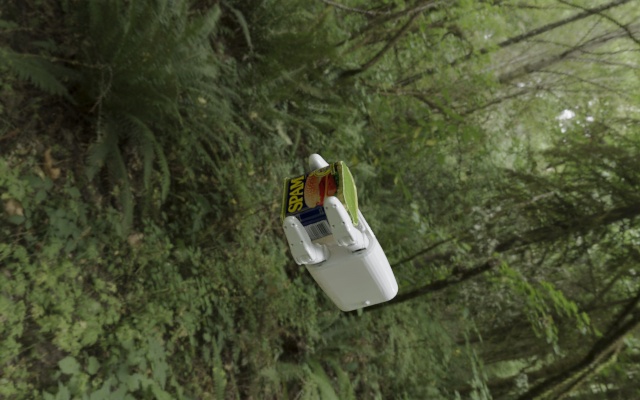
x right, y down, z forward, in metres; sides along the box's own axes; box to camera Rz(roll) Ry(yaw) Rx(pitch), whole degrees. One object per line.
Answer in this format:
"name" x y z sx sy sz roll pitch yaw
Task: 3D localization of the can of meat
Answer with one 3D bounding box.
"can of meat" 0.000 0.002 0.610 0.084 0.057 0.102 -19 37 15
